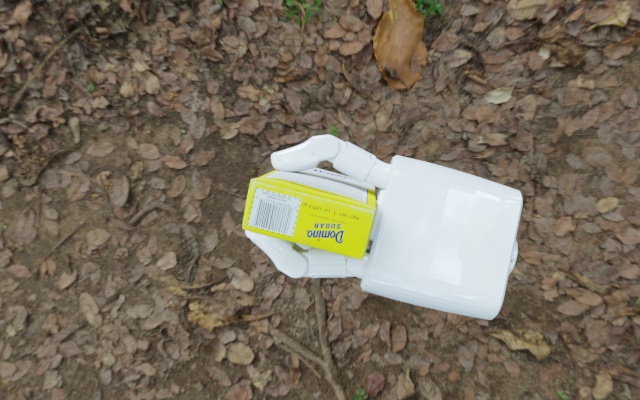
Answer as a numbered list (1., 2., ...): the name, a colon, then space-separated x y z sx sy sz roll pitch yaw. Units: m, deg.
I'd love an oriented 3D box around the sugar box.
1. sugar box: 0.000 0.002 0.422 0.093 0.048 0.176 15 7 5
